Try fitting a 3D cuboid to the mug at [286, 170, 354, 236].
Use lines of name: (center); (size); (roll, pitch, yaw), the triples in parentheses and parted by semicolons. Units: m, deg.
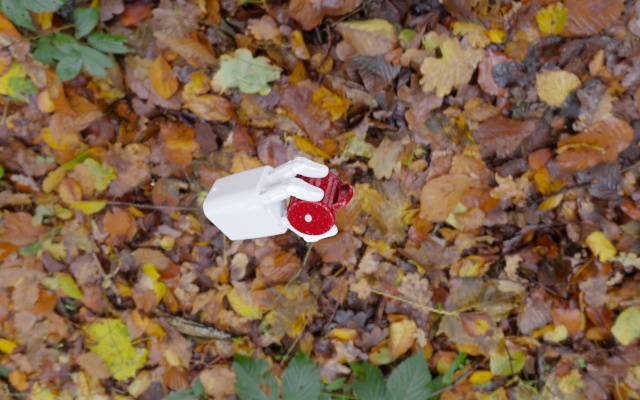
mug: (0.001, 0.003, 0.798); (0.117, 0.093, 0.081); (-13, 36, 22)
